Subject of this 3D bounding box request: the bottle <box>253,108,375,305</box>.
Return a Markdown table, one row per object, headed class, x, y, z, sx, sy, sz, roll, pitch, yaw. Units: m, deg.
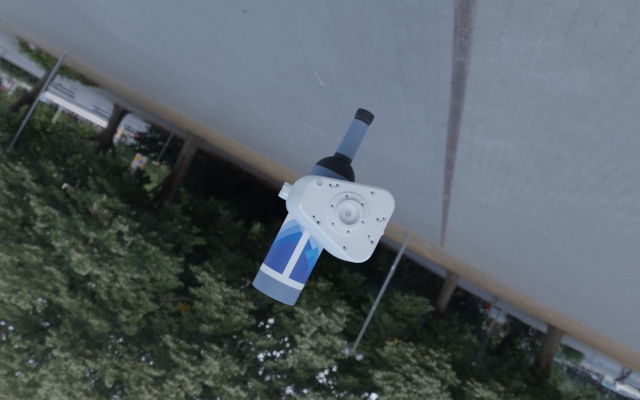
| class | x | y | z | sx | sy | sz | roll | pitch | yaw |
| --- | --- | --- | --- | --- | --- | --- | --- | --- | --- |
| bottle | 0.000 | 0.002 | 0.686 | 0.069 | 0.295 | 0.069 | 27 | -4 | 2 |
